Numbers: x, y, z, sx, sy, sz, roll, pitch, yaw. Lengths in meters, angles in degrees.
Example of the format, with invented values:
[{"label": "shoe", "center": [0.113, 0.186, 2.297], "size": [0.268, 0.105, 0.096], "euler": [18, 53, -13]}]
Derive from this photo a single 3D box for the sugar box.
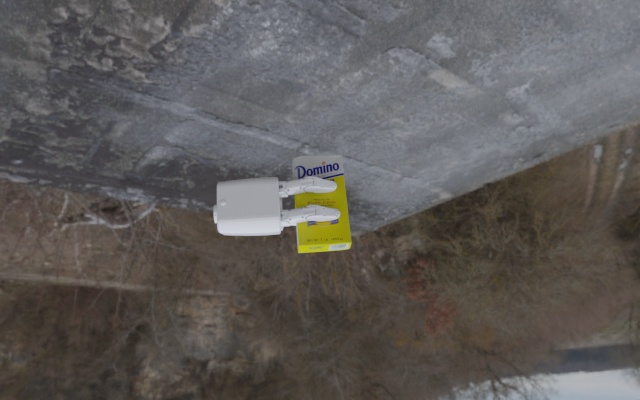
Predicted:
[{"label": "sugar box", "center": [0.000, 0.003, 0.856], "size": [0.093, 0.176, 0.048], "euler": [-3, -23, -6]}]
